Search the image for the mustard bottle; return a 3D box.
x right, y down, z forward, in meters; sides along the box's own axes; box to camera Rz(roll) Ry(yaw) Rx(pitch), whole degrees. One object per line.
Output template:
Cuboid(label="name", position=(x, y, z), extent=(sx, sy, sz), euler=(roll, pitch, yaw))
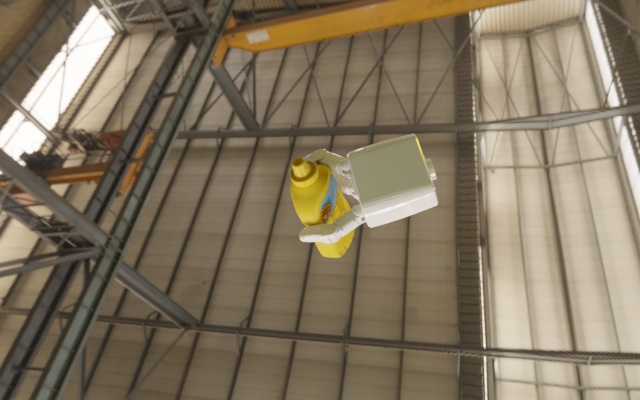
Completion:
Cuboid(label="mustard bottle", position=(0.000, 0.003, 0.736), extent=(0.058, 0.096, 0.192), euler=(3, -35, 25))
